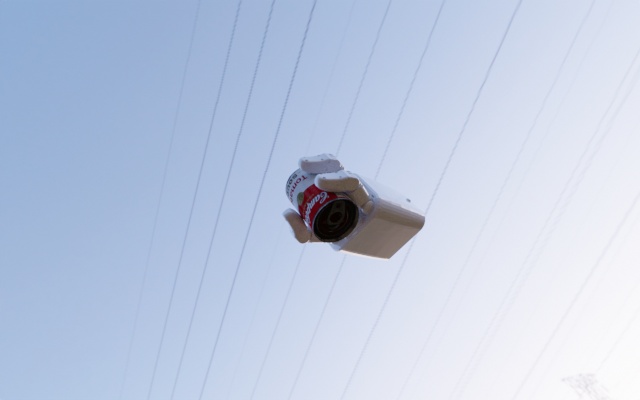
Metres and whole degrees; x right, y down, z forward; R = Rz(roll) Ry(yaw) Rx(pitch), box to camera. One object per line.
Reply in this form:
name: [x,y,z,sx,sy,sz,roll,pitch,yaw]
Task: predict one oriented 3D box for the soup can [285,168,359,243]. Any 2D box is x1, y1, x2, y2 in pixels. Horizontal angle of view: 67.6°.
soup can: [0.000,0.002,0.659,0.068,0.068,0.102,0,30,-29]
